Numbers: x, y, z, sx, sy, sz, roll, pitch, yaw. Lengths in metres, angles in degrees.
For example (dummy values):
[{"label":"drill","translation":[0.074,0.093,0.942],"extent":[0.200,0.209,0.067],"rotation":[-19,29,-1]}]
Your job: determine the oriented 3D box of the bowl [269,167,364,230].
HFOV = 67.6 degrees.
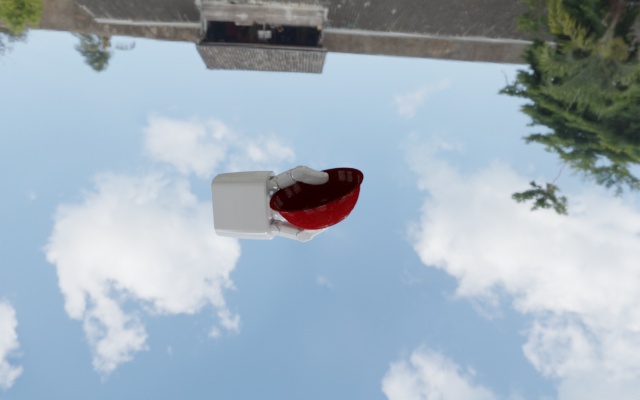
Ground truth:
[{"label":"bowl","translation":[0.001,0.003,0.787],"extent":[0.162,0.055,0.162],"rotation":[-16,22,7]}]
